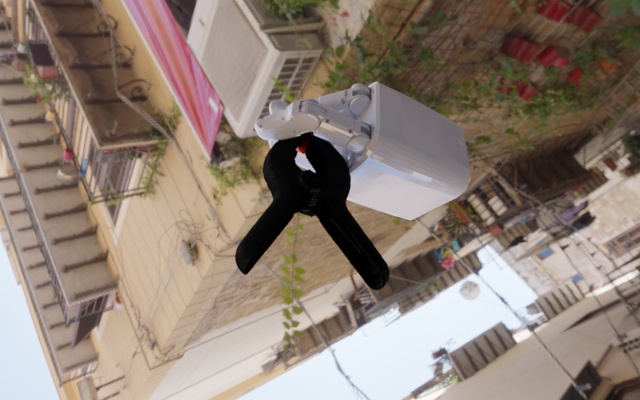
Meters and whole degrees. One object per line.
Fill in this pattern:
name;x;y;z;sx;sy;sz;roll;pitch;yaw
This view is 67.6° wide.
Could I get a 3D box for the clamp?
clamp;0.000;0.002;0.404;0.120;0.171;0.039;21;-43;-17
